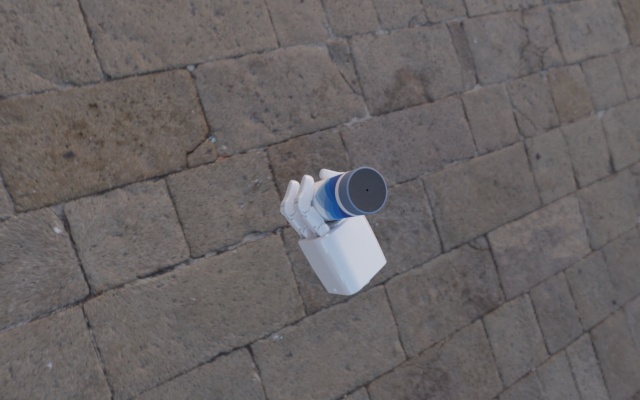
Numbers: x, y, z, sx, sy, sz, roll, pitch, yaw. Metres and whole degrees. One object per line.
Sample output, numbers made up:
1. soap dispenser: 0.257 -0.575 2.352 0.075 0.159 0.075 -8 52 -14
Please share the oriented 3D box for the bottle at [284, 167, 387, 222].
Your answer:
1. bottle: 0.000 0.002 0.791 0.069 0.069 0.296 0 -7 -26
